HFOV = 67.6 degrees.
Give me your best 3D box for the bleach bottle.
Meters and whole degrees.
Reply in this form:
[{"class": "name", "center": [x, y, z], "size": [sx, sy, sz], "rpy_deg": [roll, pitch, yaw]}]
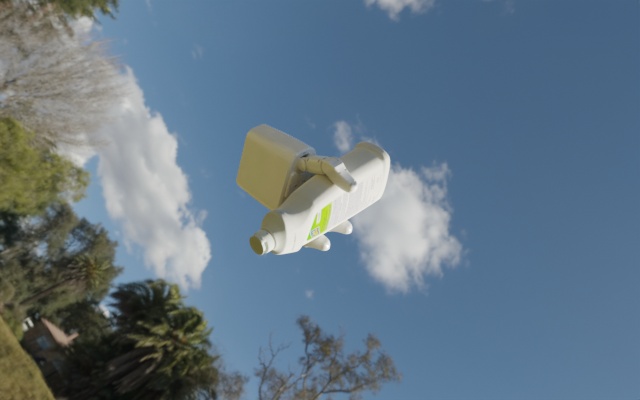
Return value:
[{"class": "bleach bottle", "center": [0.000, 0.002, 0.699], "size": [0.068, 0.103, 0.250], "rpy_deg": [31, 44, 30]}]
